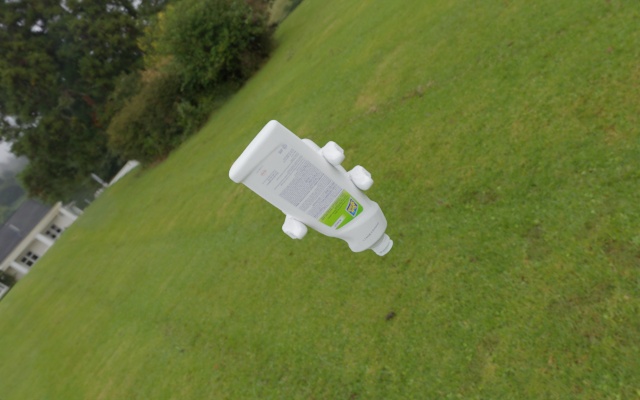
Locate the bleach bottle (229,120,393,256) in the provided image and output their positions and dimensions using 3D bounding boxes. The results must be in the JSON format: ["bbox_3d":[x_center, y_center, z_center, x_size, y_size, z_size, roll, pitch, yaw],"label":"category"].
[{"bbox_3d":[0.000,0.002,0.679,0.251,0.102,0.068,39,8,-18],"label":"bleach bottle"}]
